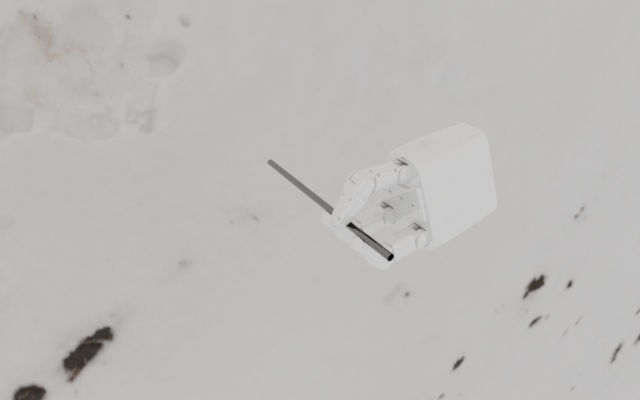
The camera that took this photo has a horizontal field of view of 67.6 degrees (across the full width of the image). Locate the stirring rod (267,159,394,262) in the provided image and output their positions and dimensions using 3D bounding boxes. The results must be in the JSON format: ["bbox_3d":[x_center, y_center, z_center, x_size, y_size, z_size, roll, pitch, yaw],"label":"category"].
[{"bbox_3d":[0.000,0.002,0.529,0.011,0.011,0.239,0,25,-37],"label":"stirring rod"}]
